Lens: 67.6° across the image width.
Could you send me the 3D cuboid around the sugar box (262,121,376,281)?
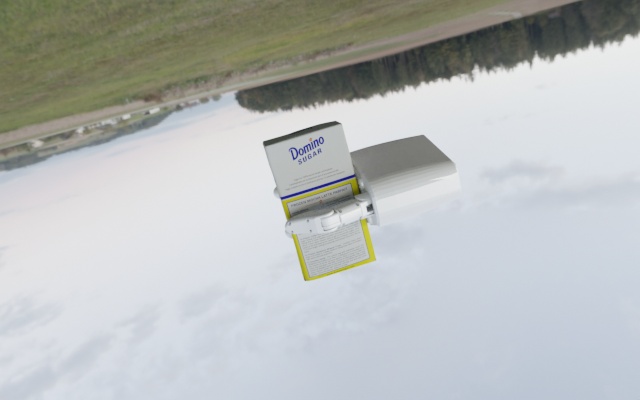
[{"bbox_3d":[0.000,0.002,0.570,0.093,0.176,0.048,-17,16,-6],"label":"sugar box"}]
